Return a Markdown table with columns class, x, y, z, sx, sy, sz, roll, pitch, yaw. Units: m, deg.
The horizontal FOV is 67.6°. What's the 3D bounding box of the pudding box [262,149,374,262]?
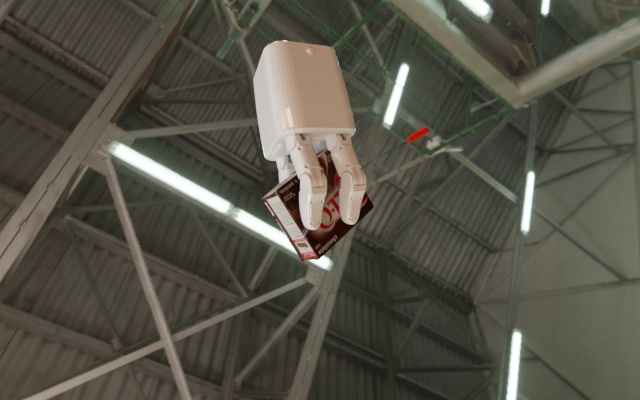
| class | x | y | z | sx | sy | sz | roll | pitch | yaw |
| --- | --- | --- | --- | --- | --- | --- | --- | --- | --- |
| pudding box | 0.000 | 0.002 | 0.548 | 0.113 | 0.090 | 0.039 | -40 | 13 | -35 |
